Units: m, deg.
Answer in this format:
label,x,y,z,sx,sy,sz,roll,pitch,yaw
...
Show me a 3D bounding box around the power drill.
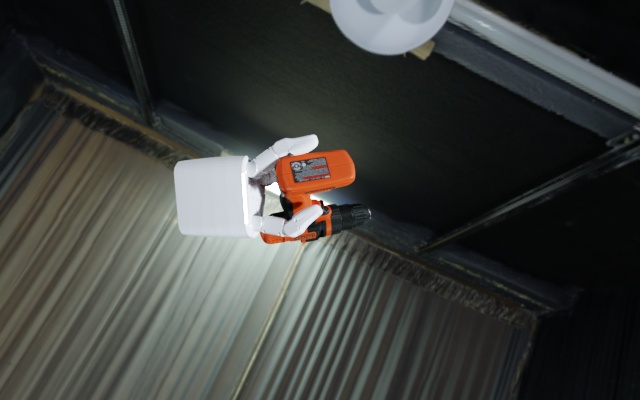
label,x,y,z,sx,sy,sz,roll,pitch,yaw
power drill,0.000,0.002,0.715,0.184,0.057,0.188,-11,-30,-13
